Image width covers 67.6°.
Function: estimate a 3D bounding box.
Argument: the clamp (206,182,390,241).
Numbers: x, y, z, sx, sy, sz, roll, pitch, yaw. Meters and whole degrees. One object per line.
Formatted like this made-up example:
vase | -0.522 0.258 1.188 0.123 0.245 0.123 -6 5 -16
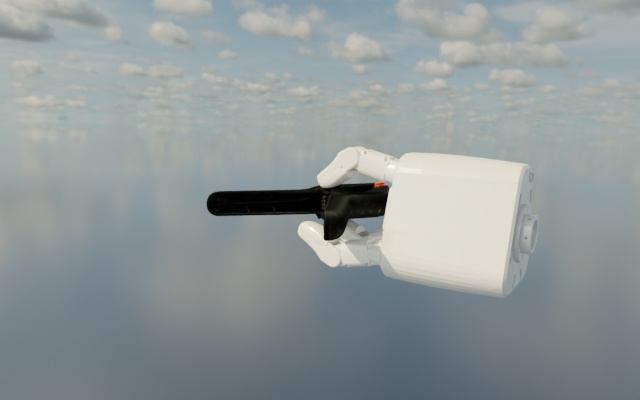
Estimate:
clamp | 0.001 0.001 0.501 0.164 0.036 0.210 9 12 33
